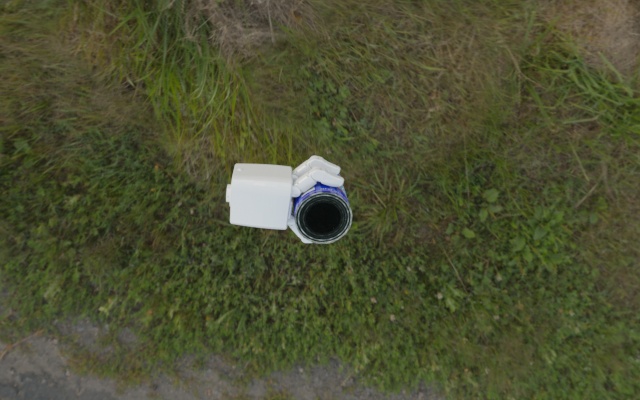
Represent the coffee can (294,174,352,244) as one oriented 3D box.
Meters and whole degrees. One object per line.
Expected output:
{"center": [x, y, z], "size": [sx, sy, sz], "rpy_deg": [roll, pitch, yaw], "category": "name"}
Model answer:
{"center": [0.000, 0.003, 0.900], "size": [0.103, 0.103, 0.140], "rpy_deg": [0, 25, -5], "category": "coffee can"}
